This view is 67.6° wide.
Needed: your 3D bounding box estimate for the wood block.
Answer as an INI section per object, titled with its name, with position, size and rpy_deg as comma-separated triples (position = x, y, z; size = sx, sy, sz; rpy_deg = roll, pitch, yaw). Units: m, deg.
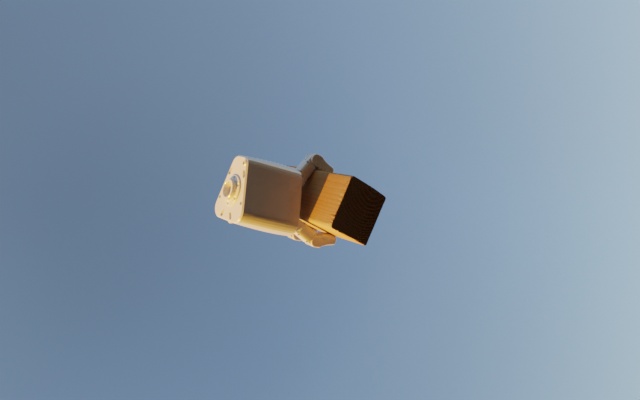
[wood block]
position = 0.000, 0.002, 0.837
size = 0.090, 0.091, 0.206
rpy_deg = 29, -10, -38
